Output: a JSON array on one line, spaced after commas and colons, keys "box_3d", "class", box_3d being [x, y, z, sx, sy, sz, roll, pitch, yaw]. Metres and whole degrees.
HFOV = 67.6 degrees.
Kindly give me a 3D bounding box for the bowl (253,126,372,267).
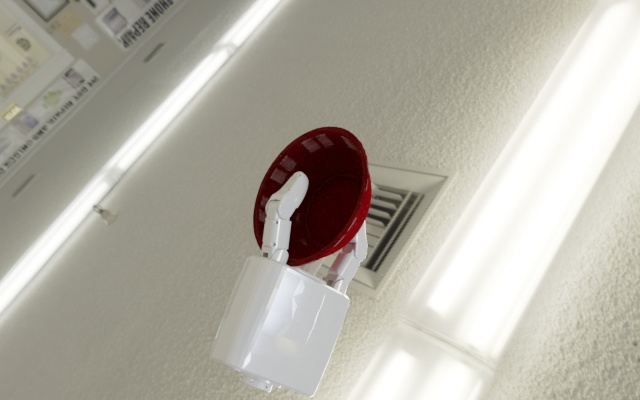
[{"box_3d": [0.001, 0.001, 0.528, 0.162, 0.162, 0.055, 0, -21, 43], "class": "bowl"}]
